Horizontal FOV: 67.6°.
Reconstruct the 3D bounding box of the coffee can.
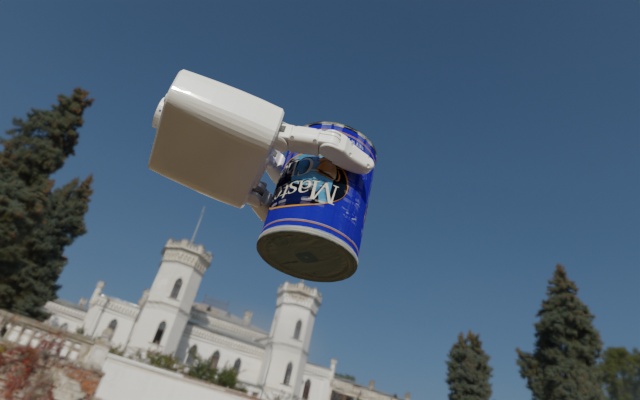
[{"bbox_3d":[0.000,0.002,0.511,0.103,0.140,0.103,10,-34,7],"label":"coffee can"}]
